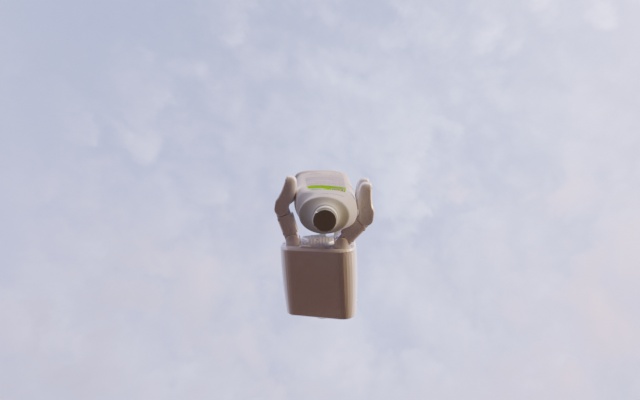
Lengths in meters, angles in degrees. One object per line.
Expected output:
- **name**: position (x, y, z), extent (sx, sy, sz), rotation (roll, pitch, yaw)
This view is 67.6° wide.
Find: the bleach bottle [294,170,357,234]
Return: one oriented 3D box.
- **bleach bottle**: position (0.000, 0.002, 0.700), extent (0.102, 0.068, 0.250), rotation (-2, 10, 2)
